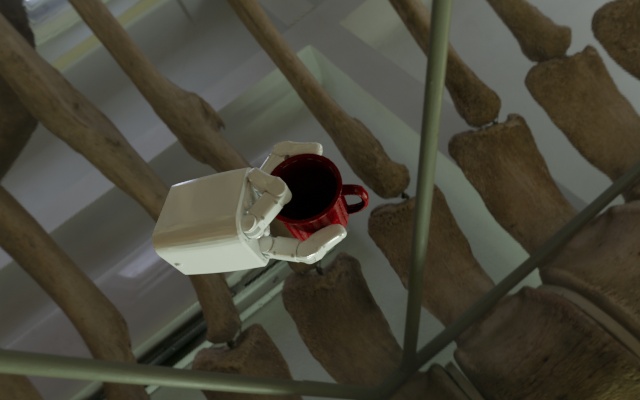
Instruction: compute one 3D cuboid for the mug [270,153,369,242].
[{"bbox_3d":[0.002,0.002,0.576,0.117,0.093,0.081,-8,-29,11],"label":"mug"}]
